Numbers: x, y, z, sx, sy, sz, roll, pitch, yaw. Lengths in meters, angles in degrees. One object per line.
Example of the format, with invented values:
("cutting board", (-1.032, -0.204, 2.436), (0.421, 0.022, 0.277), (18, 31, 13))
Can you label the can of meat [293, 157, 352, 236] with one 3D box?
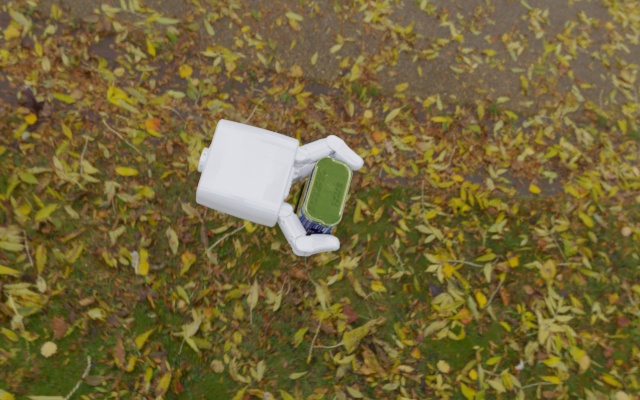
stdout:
("can of meat", (0.000, 0.002, 0.644), (0.057, 0.102, 0.084), (18, -26, -7))
